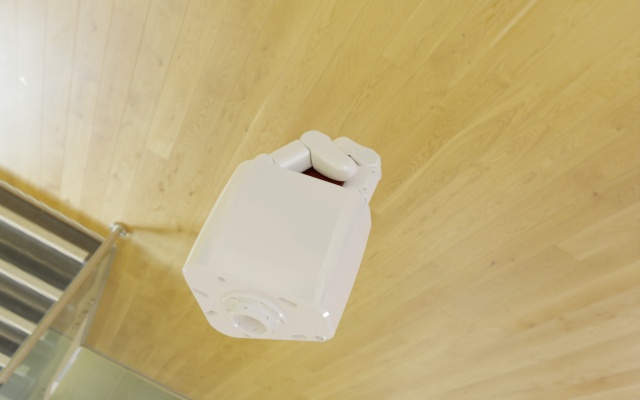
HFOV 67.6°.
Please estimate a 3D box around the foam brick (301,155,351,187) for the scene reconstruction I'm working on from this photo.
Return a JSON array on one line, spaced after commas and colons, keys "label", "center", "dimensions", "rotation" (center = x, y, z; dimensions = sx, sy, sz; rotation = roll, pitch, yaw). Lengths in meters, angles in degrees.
[{"label": "foam brick", "center": [0.000, 0.002, 0.433], "dimensions": [0.053, 0.078, 0.051], "rotation": [6, 47, 17]}]
